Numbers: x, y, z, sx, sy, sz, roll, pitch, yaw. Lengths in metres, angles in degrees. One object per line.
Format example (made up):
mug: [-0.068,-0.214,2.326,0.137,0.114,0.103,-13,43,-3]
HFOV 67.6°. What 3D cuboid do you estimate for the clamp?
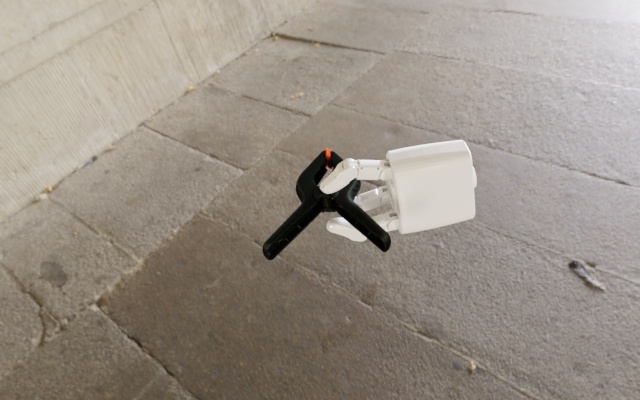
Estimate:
clamp: [0.000,0.001,0.671,0.164,0.036,0.209,-9,42,1]
